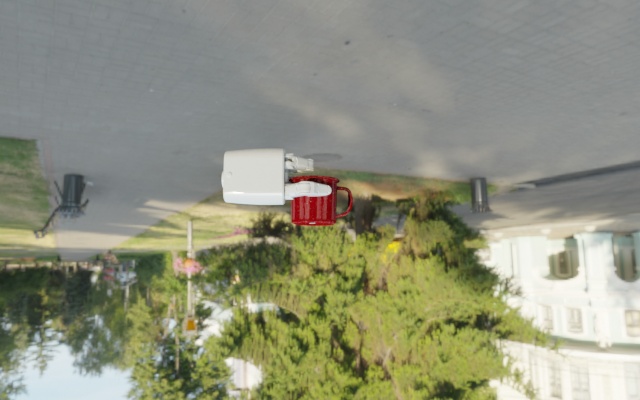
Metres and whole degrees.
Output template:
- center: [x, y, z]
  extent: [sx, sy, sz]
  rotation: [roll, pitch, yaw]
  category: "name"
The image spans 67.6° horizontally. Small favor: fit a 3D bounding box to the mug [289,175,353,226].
- center: [0.002, 0.003, 0.864]
  extent: [0.117, 0.081, 0.093]
  rotation: [0, -7, 2]
  category: "mug"
